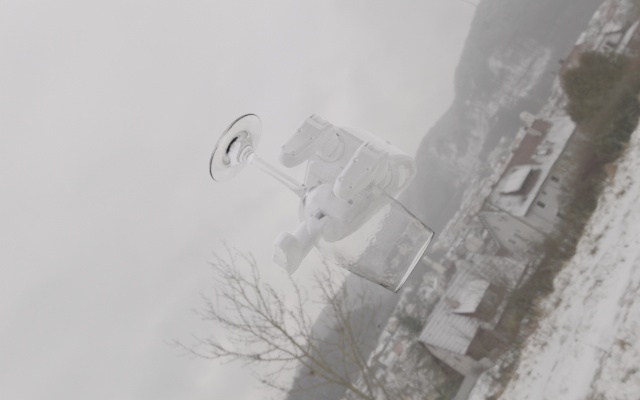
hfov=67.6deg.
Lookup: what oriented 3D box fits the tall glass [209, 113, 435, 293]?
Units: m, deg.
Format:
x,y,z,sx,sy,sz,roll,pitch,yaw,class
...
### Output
x,y,z,sx,sy,sz,roll,pitch,yaw,class
-0.001,0.001,0.430,0.201,0.079,0.079,33,10,16,tall glass
